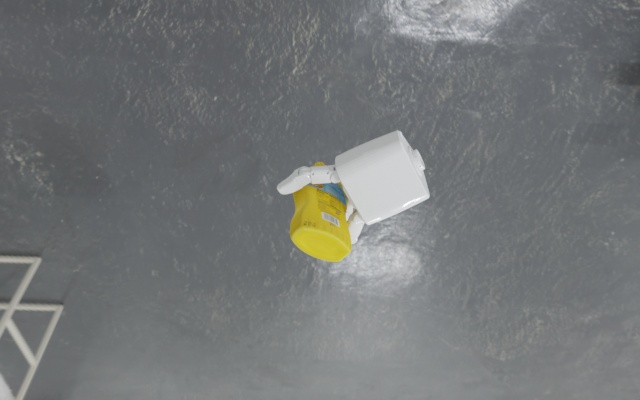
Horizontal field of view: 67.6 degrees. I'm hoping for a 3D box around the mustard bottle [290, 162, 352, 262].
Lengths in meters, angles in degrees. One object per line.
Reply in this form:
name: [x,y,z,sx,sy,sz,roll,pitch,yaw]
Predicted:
mustard bottle: [0.000,0.003,0.765,0.096,0.191,0.058,27,-53,-23]
